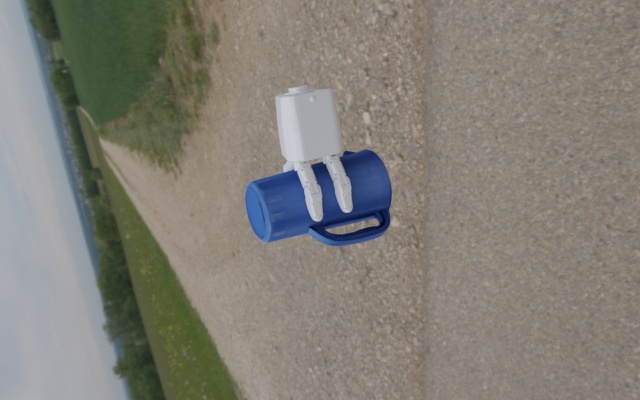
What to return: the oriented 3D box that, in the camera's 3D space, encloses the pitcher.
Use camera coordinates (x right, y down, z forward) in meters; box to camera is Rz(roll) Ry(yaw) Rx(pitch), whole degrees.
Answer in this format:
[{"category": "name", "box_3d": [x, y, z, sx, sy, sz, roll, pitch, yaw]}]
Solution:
[{"category": "pitcher", "box_3d": [0.000, 0.003, 0.849, 0.243, 0.145, 0.149, -15, 17, -24]}]
